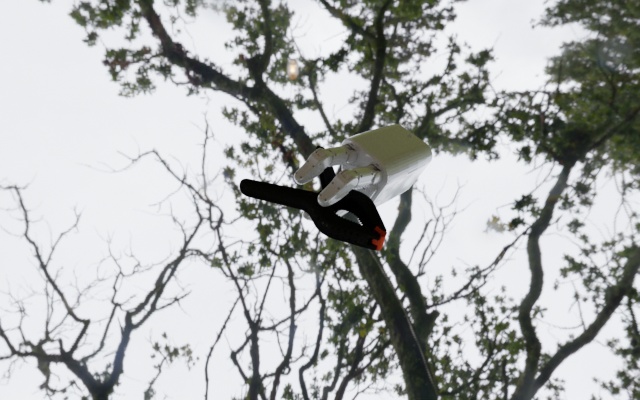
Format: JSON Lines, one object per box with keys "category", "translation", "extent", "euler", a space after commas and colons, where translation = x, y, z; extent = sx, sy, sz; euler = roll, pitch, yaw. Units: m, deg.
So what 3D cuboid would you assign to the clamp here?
{"category": "clamp", "translation": [0.001, 0.003, 0.666], "extent": [0.164, 0.036, 0.210], "euler": [-23, 50, -32]}
